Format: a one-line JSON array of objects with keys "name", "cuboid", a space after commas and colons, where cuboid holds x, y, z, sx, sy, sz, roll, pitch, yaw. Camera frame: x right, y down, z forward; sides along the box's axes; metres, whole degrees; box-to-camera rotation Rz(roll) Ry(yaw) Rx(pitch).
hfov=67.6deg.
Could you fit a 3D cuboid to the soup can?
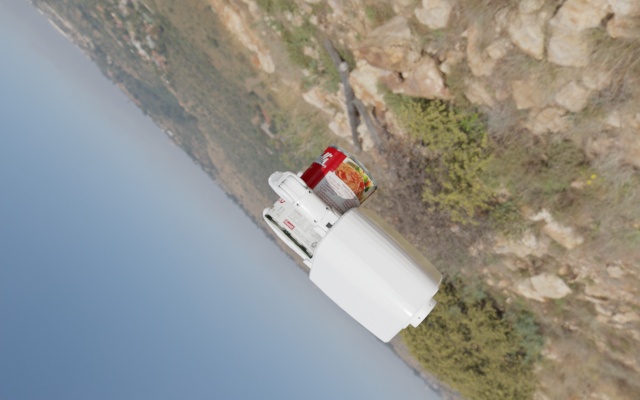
[{"name": "soup can", "cuboid": [-0.001, 0.001, 0.492, 0.068, 0.102, 0.068, 42, -8, 7]}]
